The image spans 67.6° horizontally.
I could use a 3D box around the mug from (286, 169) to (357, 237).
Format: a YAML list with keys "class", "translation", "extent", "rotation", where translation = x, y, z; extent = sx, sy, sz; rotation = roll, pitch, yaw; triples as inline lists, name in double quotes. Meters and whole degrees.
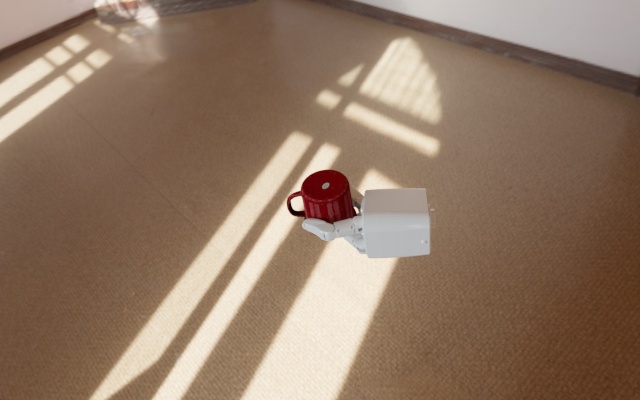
- class: "mug"
  translation: [-0.001, 0.003, 0.808]
  extent: [0.117, 0.082, 0.093]
  rotation: [-3, 44, 9]
